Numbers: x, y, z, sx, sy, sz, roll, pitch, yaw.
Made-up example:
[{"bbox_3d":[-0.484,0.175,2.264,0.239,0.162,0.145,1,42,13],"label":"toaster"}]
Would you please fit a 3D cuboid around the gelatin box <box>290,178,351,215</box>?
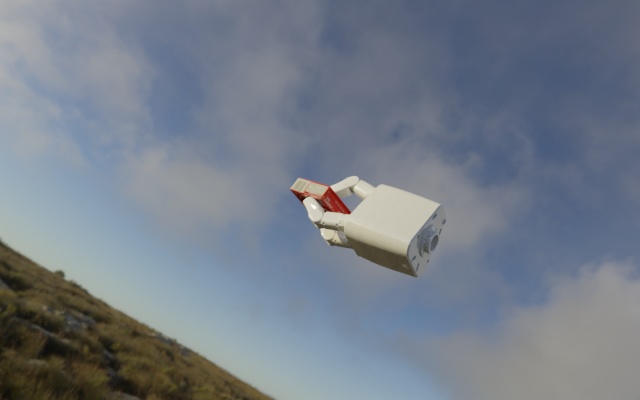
[{"bbox_3d":[0.000,0.002,0.796,0.089,0.030,0.073,18,-26,49],"label":"gelatin box"}]
